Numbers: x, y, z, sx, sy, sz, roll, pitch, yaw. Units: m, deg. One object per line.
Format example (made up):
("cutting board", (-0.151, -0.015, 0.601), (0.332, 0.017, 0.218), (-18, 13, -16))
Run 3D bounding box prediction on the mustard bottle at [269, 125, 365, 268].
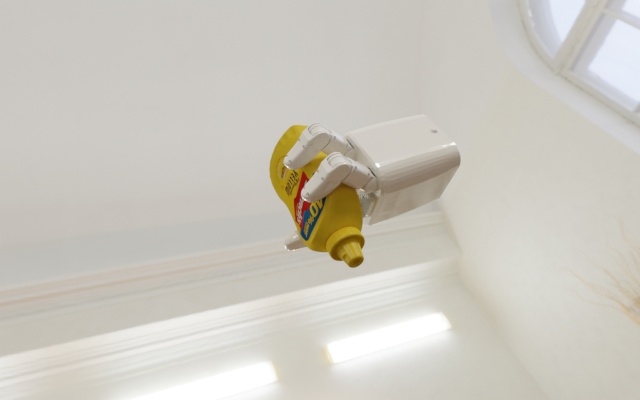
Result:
("mustard bottle", (0.000, 0.002, 0.550), (0.058, 0.096, 0.191), (2, 39, -33))
